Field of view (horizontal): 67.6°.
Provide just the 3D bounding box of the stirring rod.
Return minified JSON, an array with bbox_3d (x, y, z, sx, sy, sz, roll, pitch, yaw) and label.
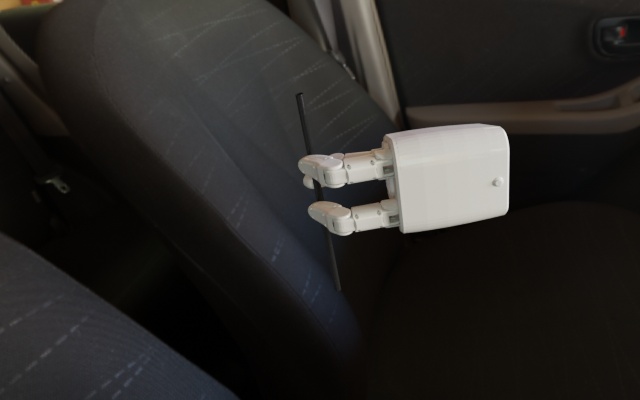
[{"bbox_3d":[0.000,0.002,0.517,0.011,0.240,0.011,-9,28,5],"label":"stirring rod"}]
